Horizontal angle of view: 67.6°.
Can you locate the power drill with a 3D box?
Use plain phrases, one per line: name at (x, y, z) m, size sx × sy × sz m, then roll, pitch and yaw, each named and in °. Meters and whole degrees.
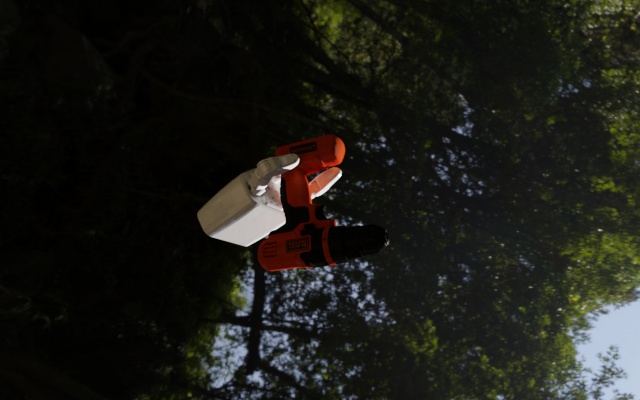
power drill at (0.000, 0.002, 0.673) m, size 0.184 × 0.187 × 0.057 m, roll -10°, pitch -28°, yaw 18°
